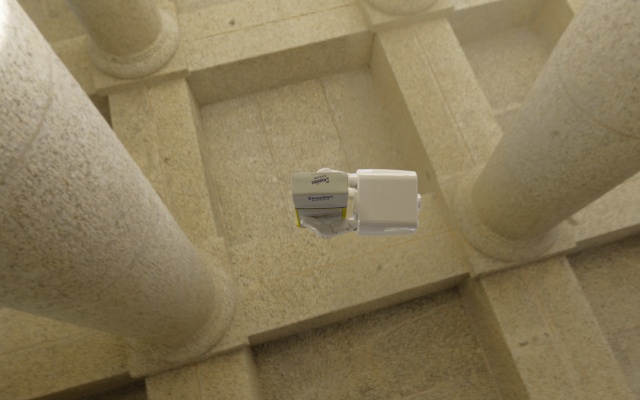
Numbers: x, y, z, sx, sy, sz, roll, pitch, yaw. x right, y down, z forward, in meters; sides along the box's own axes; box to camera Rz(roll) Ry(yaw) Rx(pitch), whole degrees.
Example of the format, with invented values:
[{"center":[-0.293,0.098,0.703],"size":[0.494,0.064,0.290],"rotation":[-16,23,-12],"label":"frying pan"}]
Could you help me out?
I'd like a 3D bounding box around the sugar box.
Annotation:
[{"center":[0.000,0.002,0.839],"size":[0.093,0.048,0.176],"rotation":[-1,-23,0],"label":"sugar box"}]
